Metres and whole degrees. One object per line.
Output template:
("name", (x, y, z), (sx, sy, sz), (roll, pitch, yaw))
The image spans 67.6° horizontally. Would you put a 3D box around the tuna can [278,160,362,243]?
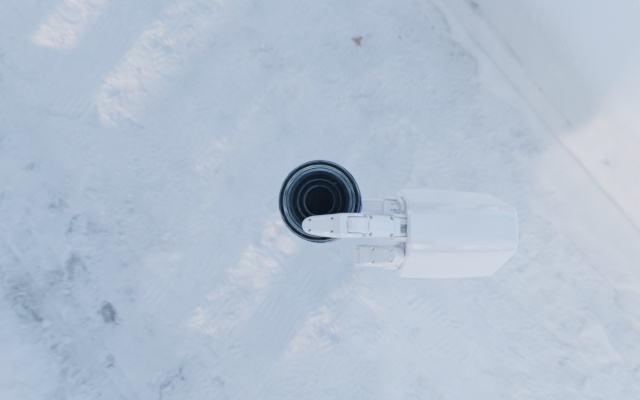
("tuna can", (0.000, 0.002, 0.495), (0.086, 0.086, 0.034), (0, -5, 6))
